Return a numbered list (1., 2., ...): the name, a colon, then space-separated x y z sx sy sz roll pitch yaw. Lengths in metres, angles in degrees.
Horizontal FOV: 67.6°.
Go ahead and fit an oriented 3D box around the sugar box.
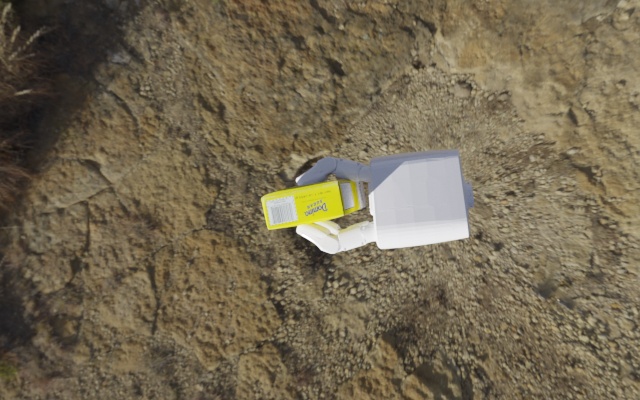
1. sugar box: 0.000 0.003 0.609 0.093 0.048 0.176 -10 -2 15
